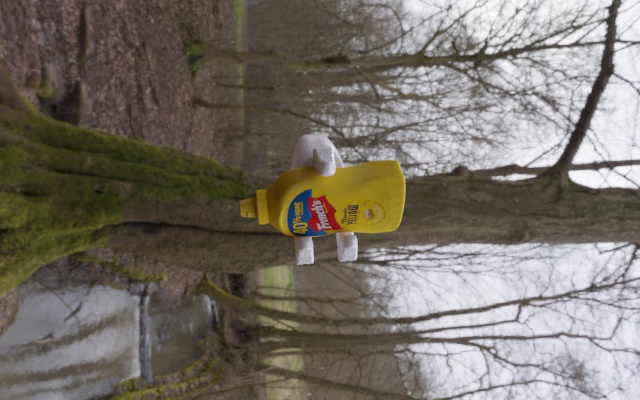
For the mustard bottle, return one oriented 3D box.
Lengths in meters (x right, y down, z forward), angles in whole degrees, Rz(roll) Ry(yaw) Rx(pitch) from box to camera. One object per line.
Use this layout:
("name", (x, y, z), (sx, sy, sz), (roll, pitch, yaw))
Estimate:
("mustard bottle", (0.000, 0.002, 0.570), (0.191, 0.058, 0.096), (-4, -44, -5))
